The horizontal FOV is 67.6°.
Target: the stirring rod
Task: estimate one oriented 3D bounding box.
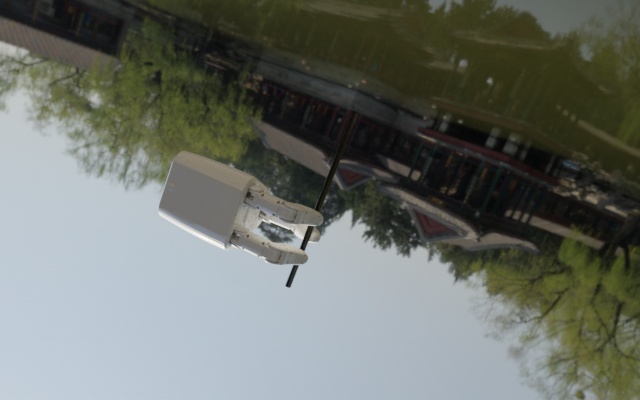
[{"bbox_3d":[0.000,0.002,0.605,0.011,0.239,0.011,21,10,-4],"label":"stirring rod"}]
